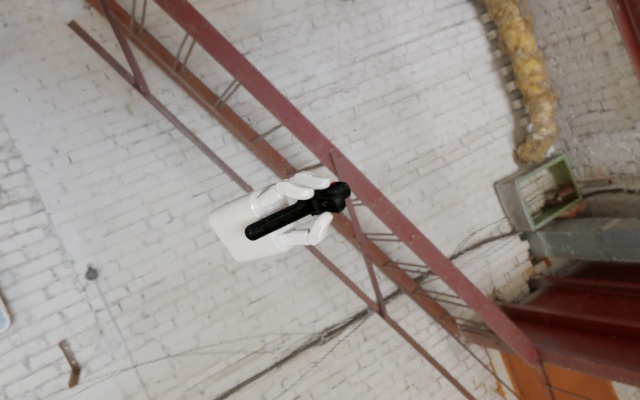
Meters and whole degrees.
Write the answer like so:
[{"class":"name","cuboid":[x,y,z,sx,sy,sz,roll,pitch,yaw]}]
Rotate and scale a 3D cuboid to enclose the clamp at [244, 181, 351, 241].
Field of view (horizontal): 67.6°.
[{"class":"clamp","cuboid":[0.000,0.003,0.744,0.164,0.036,0.210,-17,8,32]}]
